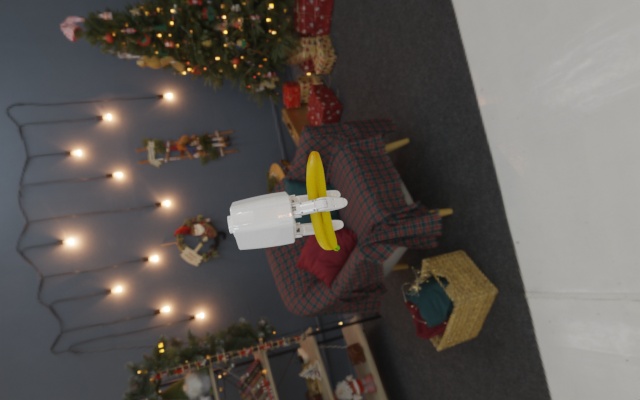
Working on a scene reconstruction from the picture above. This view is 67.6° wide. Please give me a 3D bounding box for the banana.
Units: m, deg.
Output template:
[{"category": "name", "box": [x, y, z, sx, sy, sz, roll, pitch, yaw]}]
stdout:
[{"category": "banana", "box": [-0.001, 0.010, 0.876, 0.037, 0.198, 0.069, -10, 11, 7]}]
